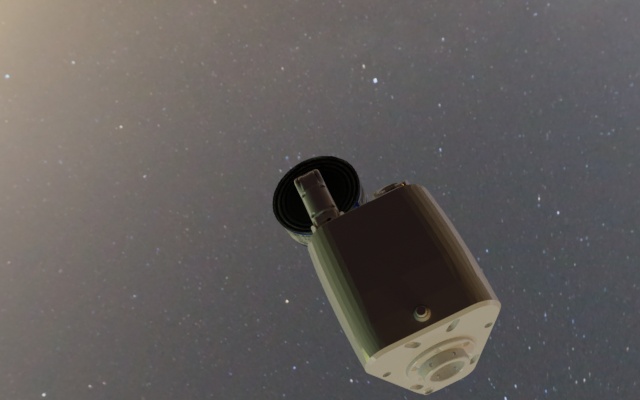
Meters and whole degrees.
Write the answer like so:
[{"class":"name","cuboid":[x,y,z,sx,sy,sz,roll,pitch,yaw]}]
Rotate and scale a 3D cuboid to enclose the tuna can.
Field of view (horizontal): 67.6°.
[{"class":"tuna can","cuboid":[0.000,0.002,0.453,0.086,0.086,0.034,0,-33,23]}]
